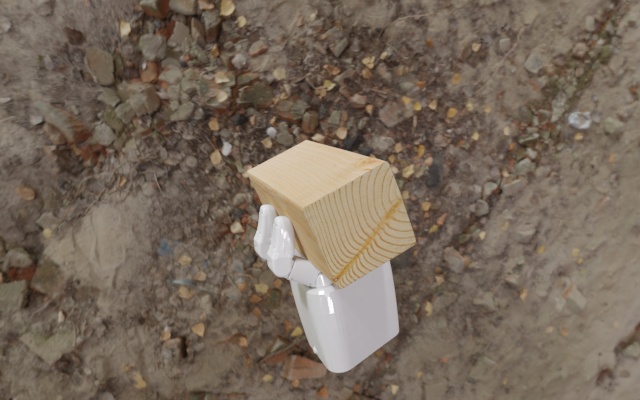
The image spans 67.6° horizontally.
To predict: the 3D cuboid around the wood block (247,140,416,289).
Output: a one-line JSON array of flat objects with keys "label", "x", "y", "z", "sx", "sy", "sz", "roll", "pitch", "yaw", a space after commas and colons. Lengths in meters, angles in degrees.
[{"label": "wood block", "x": 0.001, "y": 0.002, "z": 0.516, "sx": 0.091, "sy": 0.090, "sz": 0.206, "roll": -29, "pitch": 21, "yaw": -14}]
